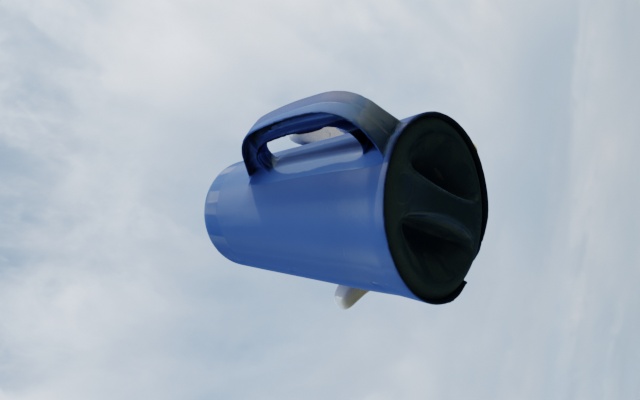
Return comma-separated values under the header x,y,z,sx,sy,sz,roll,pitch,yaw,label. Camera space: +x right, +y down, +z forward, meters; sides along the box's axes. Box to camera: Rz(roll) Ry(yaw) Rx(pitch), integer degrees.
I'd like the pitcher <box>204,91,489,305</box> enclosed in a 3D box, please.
x,y,z,sx,sy,sz,roll,pitch,yaw,label
0.000,0.001,0.407,0.145,0.149,0.243,-6,3,-45,pitcher
